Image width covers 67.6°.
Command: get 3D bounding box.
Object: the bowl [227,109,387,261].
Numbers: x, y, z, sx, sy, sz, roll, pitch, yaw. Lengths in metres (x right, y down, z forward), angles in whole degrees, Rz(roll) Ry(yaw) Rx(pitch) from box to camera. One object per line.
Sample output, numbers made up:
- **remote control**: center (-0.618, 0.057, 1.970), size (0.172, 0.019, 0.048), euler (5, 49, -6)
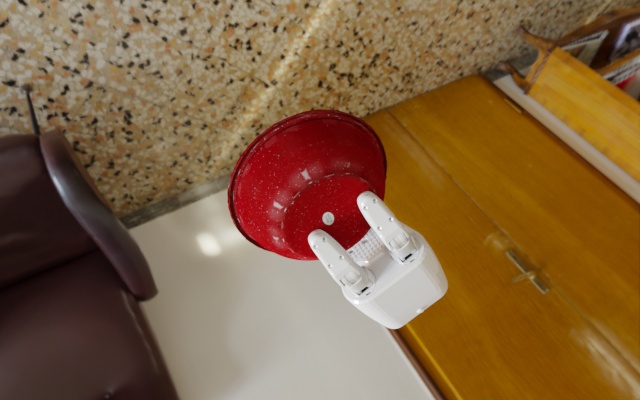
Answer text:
- **bowl**: center (-0.001, 0.001, 0.438), size (0.162, 0.162, 0.055), euler (0, 33, -25)
